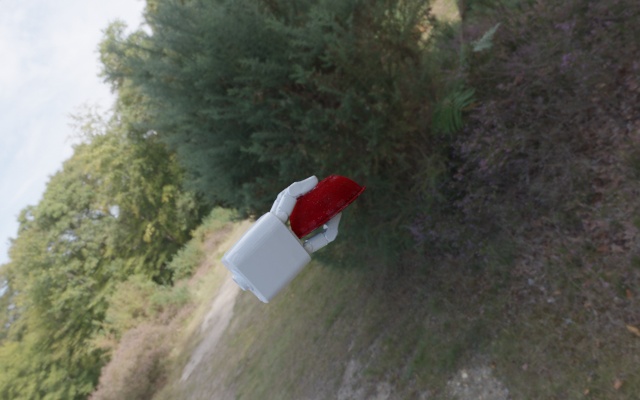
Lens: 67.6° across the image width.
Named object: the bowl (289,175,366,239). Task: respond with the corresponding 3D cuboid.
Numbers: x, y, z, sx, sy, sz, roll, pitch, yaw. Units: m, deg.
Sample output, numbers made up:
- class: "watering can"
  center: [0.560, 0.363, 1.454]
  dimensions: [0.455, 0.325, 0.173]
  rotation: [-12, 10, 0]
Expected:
- class: "bowl"
  center: [0.001, 0.002, 0.845]
  dimensions: [0.162, 0.055, 0.162]
  rotation: [-36, 3, 3]
